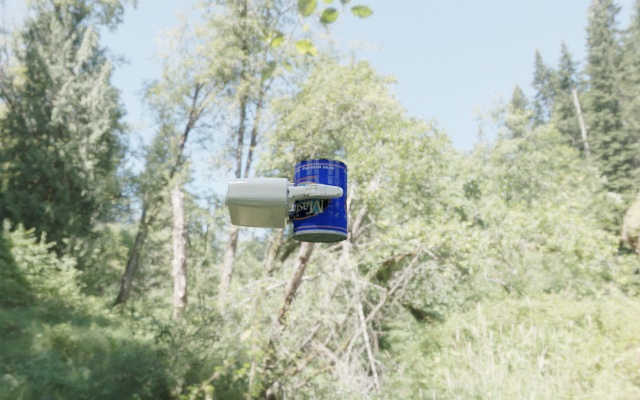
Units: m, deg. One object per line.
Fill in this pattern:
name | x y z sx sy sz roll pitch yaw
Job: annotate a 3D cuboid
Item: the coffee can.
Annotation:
coffee can | 0.000 0.003 0.897 0.103 0.140 0.103 1 -14 0
